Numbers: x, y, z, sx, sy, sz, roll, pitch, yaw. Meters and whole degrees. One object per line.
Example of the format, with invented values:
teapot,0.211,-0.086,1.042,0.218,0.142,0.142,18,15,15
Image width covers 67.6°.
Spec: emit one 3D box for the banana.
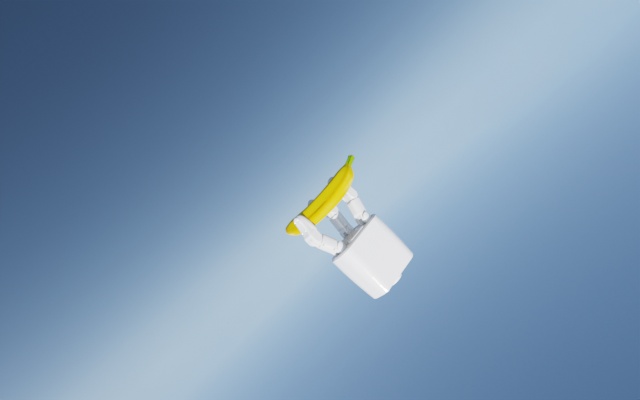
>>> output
banana,0.000,0.008,0.846,0.037,0.198,0.069,39,22,-9
